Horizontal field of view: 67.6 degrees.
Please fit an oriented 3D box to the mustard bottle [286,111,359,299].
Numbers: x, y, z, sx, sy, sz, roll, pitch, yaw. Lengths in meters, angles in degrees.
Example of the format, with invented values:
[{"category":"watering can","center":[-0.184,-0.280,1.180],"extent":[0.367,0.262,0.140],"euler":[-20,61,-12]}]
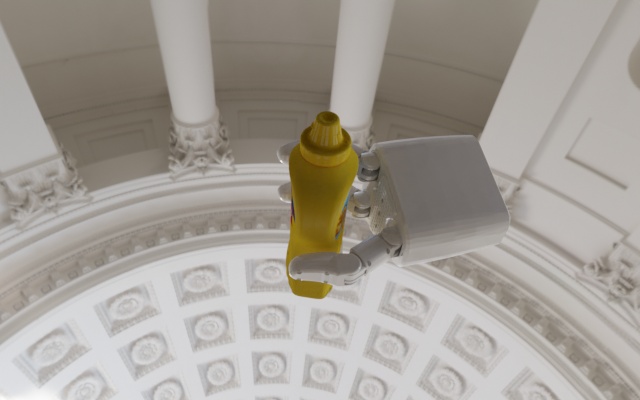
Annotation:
[{"category":"mustard bottle","center":[0.000,0.002,0.431],"extent":[0.058,0.096,0.192],"euler":[9,-42,3]}]
